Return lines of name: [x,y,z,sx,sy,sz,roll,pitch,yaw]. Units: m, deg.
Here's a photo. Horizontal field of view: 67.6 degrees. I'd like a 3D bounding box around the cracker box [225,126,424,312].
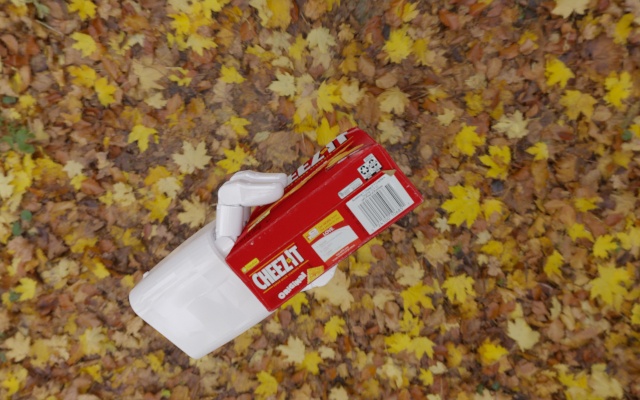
cracker box: [0.000,0.002,0.492,0.164,0.072,0.213,-37,11,7]
